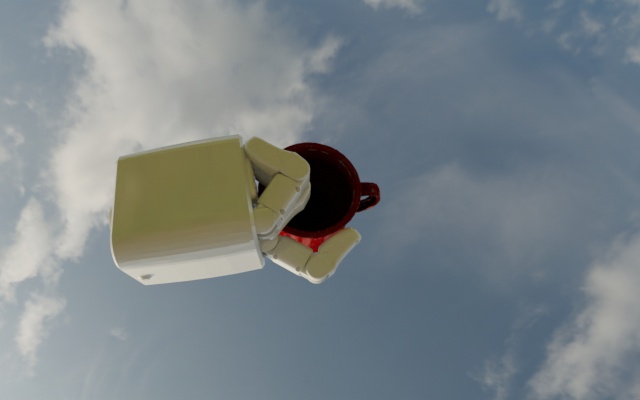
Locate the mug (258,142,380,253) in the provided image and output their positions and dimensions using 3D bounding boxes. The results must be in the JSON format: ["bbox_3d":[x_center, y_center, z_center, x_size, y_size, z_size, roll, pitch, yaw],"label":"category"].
[{"bbox_3d":[0.001,0.001,0.466,0.117,0.093,0.081,-8,-20,-7],"label":"mug"}]
